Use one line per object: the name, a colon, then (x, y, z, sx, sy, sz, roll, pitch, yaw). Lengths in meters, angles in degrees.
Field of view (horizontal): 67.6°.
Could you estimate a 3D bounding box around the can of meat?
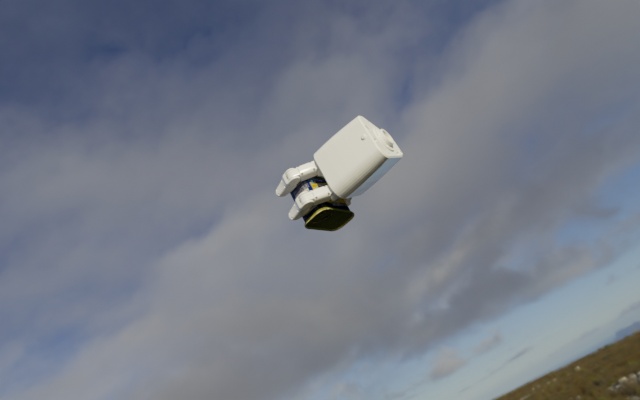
can of meat: (0.000, 0.003, 0.846, 0.057, 0.084, 0.102, -43, -30, 27)
